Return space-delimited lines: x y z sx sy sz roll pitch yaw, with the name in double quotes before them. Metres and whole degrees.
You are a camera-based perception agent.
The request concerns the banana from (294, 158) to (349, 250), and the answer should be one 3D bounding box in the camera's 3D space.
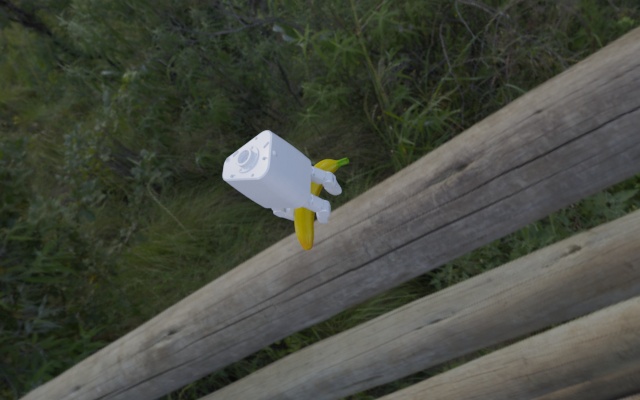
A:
"banana" -0.013 -0.003 0.909 0.069 0.197 0.037 11 -18 38
